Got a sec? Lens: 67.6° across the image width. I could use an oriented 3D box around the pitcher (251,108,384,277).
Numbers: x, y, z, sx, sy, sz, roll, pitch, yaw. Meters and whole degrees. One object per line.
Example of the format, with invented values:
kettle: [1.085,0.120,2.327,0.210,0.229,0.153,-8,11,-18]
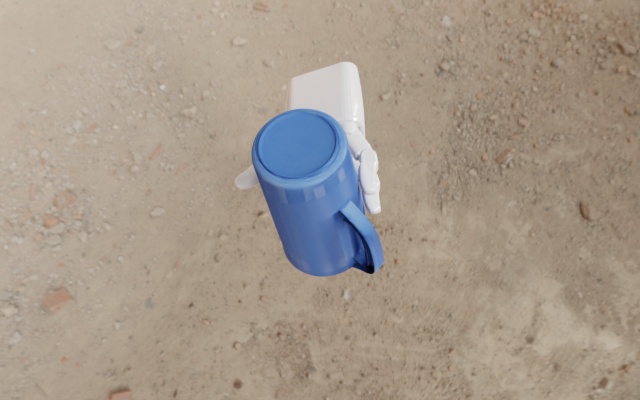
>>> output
pitcher: [0.000,0.002,0.614,0.149,0.145,0.243,-5,-29,6]
